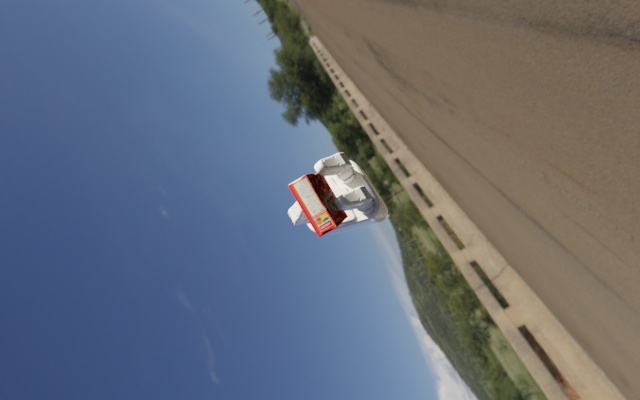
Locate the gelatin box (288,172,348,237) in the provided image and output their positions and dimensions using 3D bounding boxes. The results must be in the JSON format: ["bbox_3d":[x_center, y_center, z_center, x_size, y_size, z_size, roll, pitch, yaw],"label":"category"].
[{"bbox_3d":[0.000,0.002,0.605,0.030,0.073,0.089,-31,-1,14],"label":"gelatin box"}]
